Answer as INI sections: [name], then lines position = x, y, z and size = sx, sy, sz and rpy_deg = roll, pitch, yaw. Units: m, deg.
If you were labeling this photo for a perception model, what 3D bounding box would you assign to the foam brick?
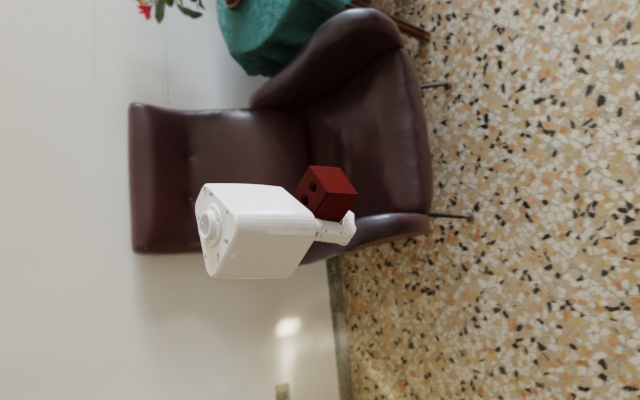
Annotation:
[foam brick]
position = 0.000, 0.002, 0.604
size = 0.051, 0.078, 0.053
rpy_deg = 5, 39, -38
